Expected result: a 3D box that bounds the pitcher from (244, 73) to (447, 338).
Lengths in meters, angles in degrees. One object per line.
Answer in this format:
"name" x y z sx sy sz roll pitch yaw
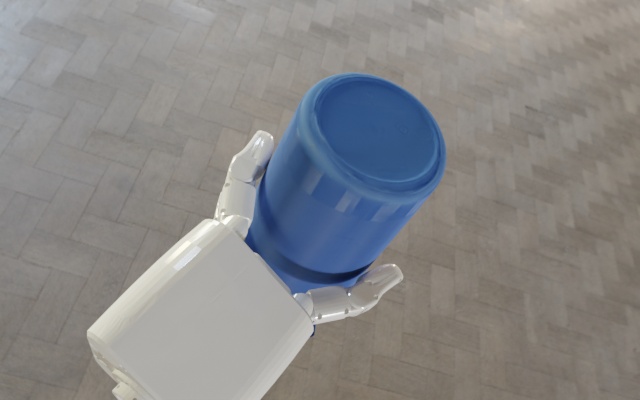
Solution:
"pitcher" 0.000 0.002 0.415 0.145 0.149 0.243 -45 -7 -34
